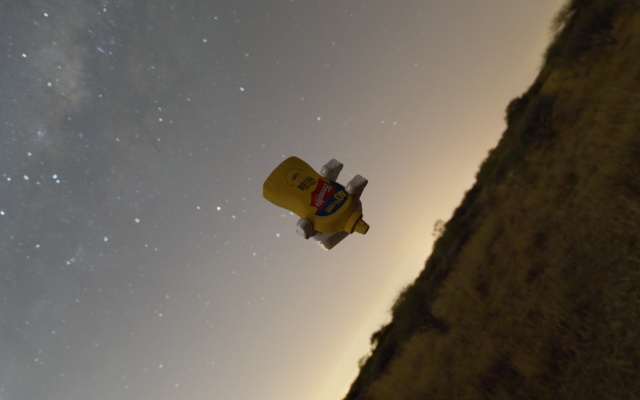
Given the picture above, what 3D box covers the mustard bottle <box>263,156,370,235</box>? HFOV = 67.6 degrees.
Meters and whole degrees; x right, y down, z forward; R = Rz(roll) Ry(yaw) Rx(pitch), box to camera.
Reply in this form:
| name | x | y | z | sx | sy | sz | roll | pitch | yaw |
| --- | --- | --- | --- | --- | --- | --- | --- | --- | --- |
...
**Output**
| name | x | y | z | sx | sy | sz | roll | pitch | yaw |
| --- | --- | --- | --- | --- | --- | --- | --- | --- | --- |
| mustard bottle | 0.000 | 0.002 | 0.826 | 0.191 | 0.096 | 0.058 | 32 | -35 | 16 |
